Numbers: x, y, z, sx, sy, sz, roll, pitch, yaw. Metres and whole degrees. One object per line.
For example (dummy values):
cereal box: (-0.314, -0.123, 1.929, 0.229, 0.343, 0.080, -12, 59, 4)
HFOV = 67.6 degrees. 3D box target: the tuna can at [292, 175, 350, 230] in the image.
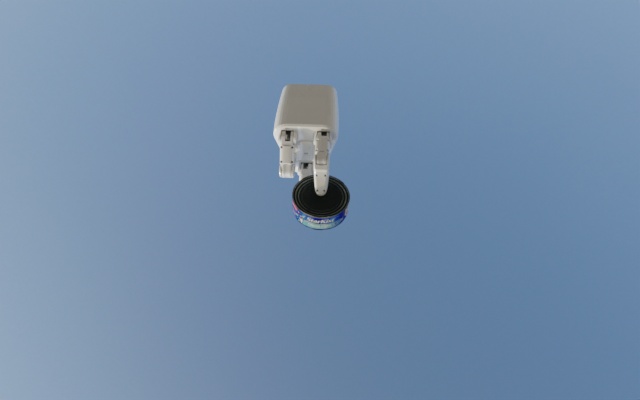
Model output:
tuna can: (0.000, 0.003, 0.716, 0.086, 0.086, 0.034, 0, -41, -4)
